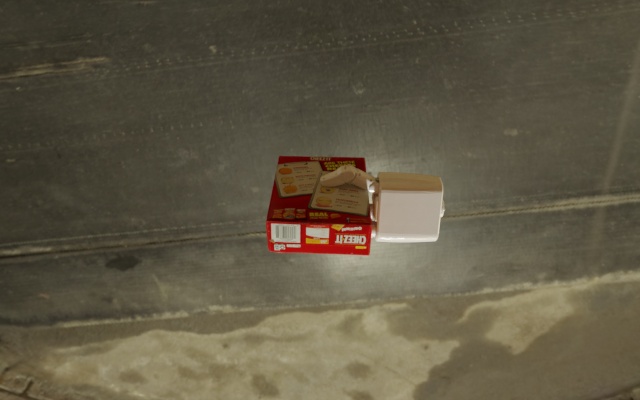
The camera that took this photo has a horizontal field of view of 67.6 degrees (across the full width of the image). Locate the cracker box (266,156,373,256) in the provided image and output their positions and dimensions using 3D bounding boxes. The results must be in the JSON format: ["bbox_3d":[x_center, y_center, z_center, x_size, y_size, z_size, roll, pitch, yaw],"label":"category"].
[{"bbox_3d":[0.000,0.003,0.823,0.164,0.072,0.213,2,33,0],"label":"cracker box"}]
